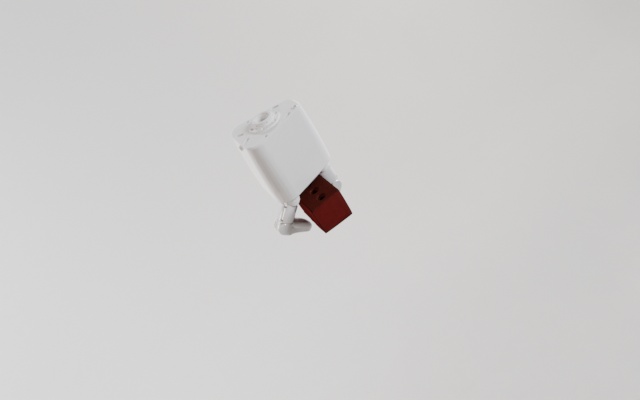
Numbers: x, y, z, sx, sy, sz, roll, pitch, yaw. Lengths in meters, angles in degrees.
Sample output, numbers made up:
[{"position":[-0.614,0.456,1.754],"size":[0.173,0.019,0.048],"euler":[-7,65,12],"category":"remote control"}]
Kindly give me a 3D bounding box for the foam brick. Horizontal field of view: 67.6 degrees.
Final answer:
[{"position":[0.000,0.002,0.726],"size":[0.053,0.051,0.078],"euler":[-38,38,-9],"category":"foam brick"}]
